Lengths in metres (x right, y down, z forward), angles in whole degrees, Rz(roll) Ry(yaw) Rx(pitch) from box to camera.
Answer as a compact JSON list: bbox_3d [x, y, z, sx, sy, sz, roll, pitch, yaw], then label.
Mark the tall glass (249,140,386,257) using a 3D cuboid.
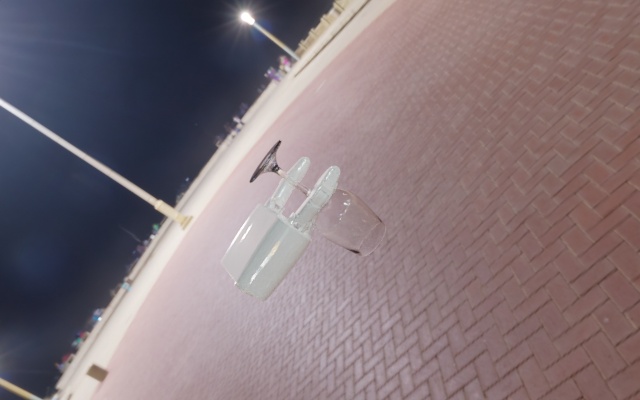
[{"bbox_3d":[0.000,0.002,0.690,0.201,0.079,0.079,36,-10,-14],"label":"tall glass"}]
